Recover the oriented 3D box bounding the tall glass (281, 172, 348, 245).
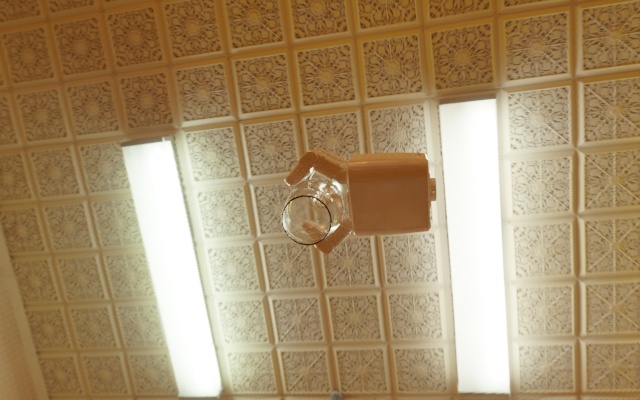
[{"bbox_3d":[0.000,0.002,0.661,0.079,0.079,0.201,0,13,10],"label":"tall glass"}]
